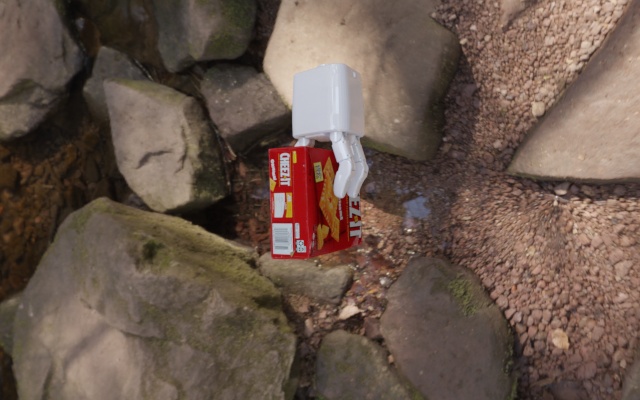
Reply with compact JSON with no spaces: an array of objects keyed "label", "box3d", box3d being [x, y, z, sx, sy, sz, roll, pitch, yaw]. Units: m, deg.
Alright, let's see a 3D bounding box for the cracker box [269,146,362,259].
[{"label":"cracker box","box3d":[0.000,0.003,0.777,0.072,0.164,0.213,-2,0,26]}]
